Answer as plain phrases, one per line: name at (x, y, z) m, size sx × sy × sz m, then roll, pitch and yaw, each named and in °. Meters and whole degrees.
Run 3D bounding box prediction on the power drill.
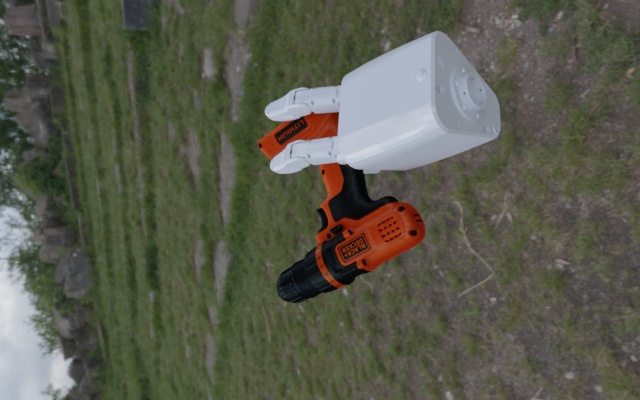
power drill at (0.000, 0.001, 0.521) m, size 0.184 × 0.187 × 0.057 m, roll -31°, pitch -16°, yaw 25°
